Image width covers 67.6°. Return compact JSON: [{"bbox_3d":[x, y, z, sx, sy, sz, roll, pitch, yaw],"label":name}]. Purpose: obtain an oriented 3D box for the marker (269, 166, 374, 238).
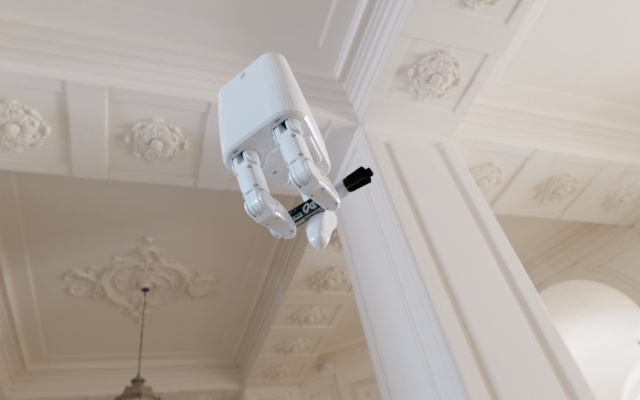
[{"bbox_3d":[0.000,0.002,0.476,0.121,0.020,0.020,-32,-12,20],"label":"marker"}]
